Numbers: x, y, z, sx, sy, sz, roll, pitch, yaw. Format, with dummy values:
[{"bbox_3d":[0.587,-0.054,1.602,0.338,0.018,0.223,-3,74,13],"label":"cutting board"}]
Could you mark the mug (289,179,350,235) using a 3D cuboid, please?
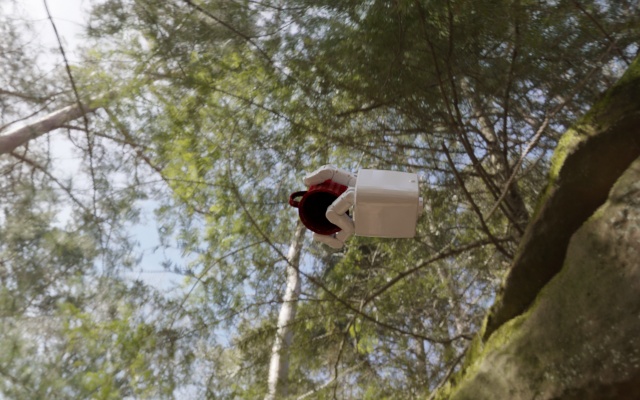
[{"bbox_3d":[-0.001,0.003,0.885,0.117,0.093,0.081,5,27,8],"label":"mug"}]
